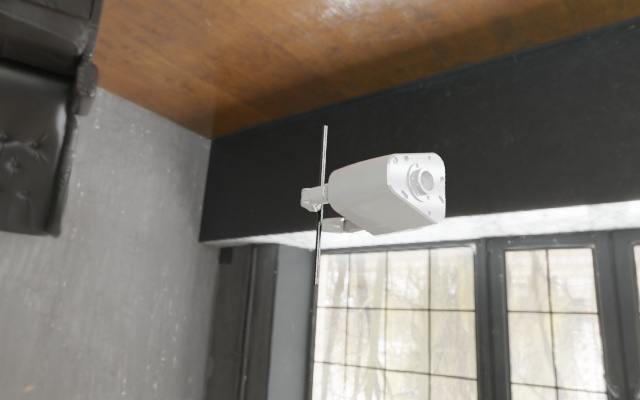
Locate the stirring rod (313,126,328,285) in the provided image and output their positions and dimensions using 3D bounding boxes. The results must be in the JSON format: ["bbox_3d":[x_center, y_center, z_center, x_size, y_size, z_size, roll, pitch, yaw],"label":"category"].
[{"bbox_3d":[0.000,0.002,0.702,0.011,0.239,0.011,3,-15,1],"label":"stirring rod"}]
